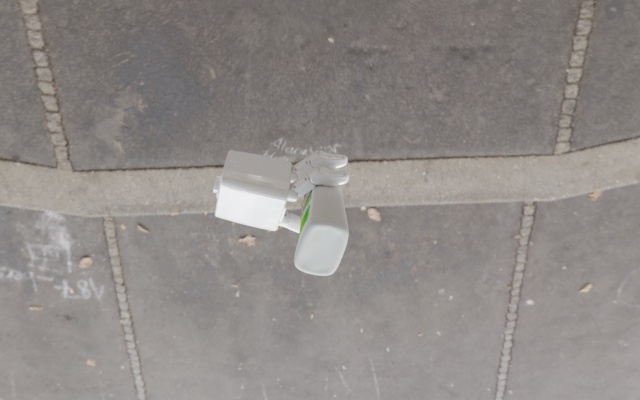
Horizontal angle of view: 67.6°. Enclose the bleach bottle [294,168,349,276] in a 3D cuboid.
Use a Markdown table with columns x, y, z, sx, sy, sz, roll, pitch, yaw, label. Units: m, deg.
| x | y | z | sx | sy | sz | roll | pitch | yaw | label |
| --- | --- | --- | --- | --- | --- | --- | --- | --- | --- |
| 0.000 | 0.003 | 0.788 | 0.068 | 0.103 | 0.250 | 14 | 32 | -10 | bleach bottle |
